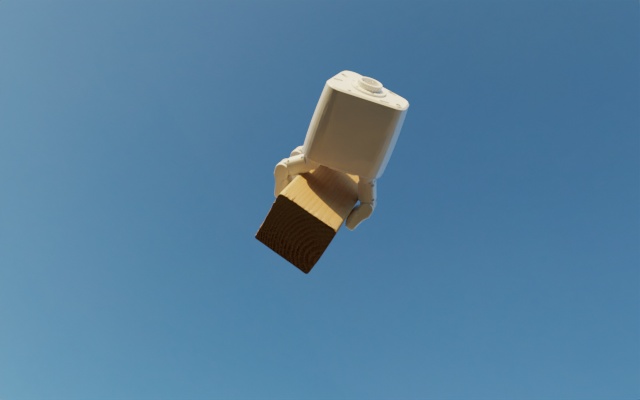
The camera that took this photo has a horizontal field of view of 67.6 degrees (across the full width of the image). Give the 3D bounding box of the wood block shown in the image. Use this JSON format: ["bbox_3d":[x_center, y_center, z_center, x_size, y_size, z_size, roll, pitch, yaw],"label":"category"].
[{"bbox_3d":[0.001,0.002,0.709,0.091,0.090,0.206,35,33,3],"label":"wood block"}]
